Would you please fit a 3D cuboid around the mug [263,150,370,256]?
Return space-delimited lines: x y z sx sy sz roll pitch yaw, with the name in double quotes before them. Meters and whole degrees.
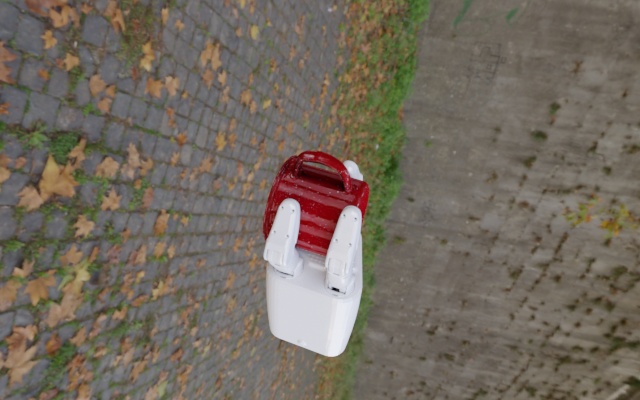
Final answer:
"mug" 0.000 0.000 0.464 0.081 0.117 0.093 17 43 12
